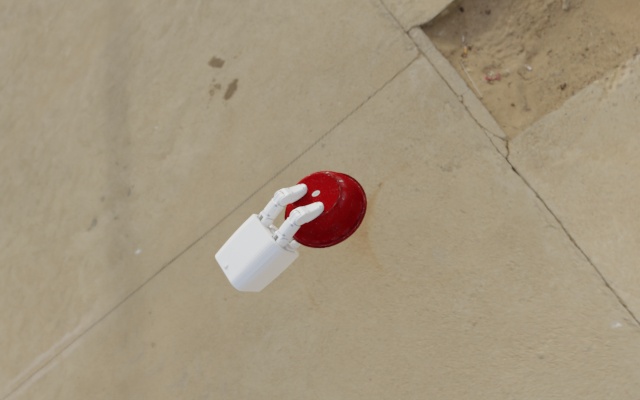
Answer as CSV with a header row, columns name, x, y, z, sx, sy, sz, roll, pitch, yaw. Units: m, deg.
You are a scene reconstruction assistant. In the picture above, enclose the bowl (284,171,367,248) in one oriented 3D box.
name,x,y,z,sx,sy,sz,roll,pitch,yaw
bowl,0.001,0.002,0.867,0.162,0.162,0.055,0,-30,22
